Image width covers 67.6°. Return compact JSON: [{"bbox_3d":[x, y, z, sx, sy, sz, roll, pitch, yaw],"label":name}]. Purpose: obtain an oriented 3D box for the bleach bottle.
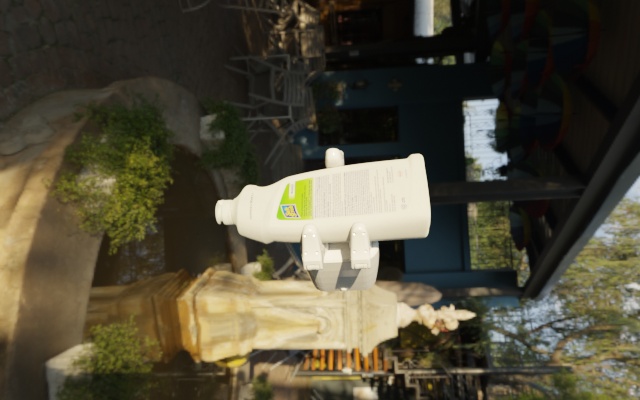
[{"bbox_3d":[0.000,0.002,0.579,0.251,0.102,0.068,-3,-34,5],"label":"bleach bottle"}]
